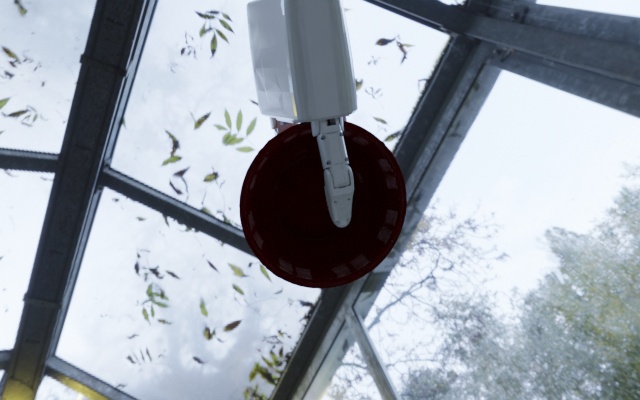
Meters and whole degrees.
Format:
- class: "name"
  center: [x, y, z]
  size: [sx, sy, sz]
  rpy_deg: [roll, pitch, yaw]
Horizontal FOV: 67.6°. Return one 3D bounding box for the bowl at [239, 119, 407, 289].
- class: "bowl"
  center: [0.000, 0.003, 0.473]
  size: [0.162, 0.162, 0.055]
  rpy_deg: [0, 8, -13]
